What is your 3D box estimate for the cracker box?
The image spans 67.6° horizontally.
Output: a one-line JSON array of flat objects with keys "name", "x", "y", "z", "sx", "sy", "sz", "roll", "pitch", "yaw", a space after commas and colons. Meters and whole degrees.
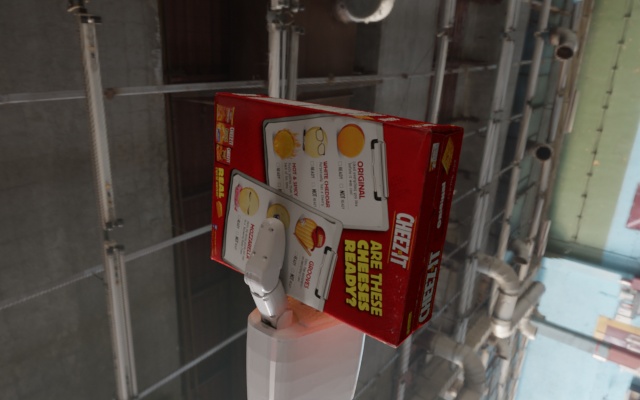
[{"name": "cracker box", "x": 0.000, "y": 0.001, "z": 0.413, "sx": 0.213, "sy": 0.164, "sz": 0.072, "roll": 17, "pitch": 20, "yaw": 34}]
